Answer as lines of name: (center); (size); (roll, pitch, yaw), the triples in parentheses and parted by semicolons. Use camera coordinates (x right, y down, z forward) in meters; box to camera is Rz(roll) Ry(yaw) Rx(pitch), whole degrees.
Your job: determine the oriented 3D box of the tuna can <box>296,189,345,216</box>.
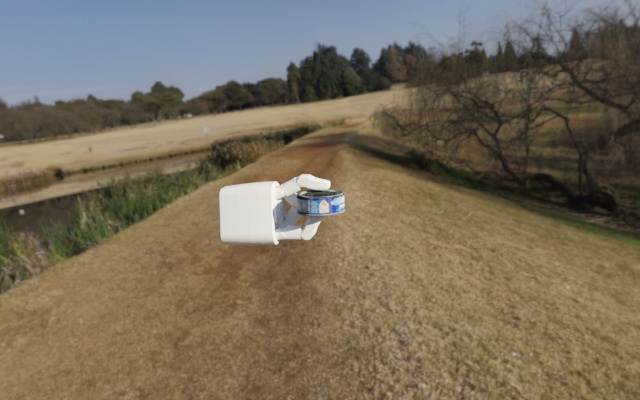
tuna can: (0.000, 0.002, 0.844); (0.086, 0.034, 0.086); (-2, 11, 0)
